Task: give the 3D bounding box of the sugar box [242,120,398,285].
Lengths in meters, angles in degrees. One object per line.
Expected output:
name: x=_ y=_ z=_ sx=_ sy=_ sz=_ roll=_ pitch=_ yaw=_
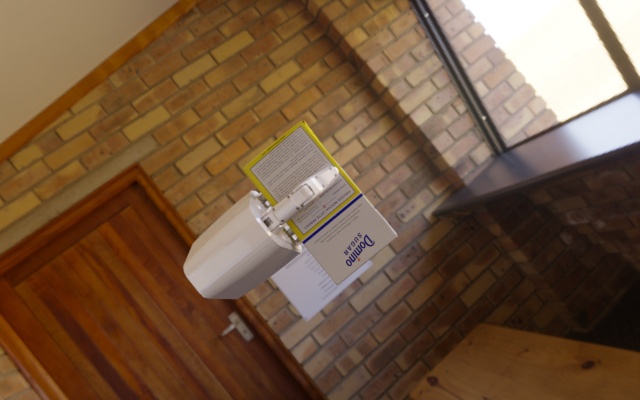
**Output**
sugar box: x=0.000 y=0.002 z=0.567 sx=0.093 sy=0.176 sz=0.048 roll=-39 pitch=-1 yaw=5
